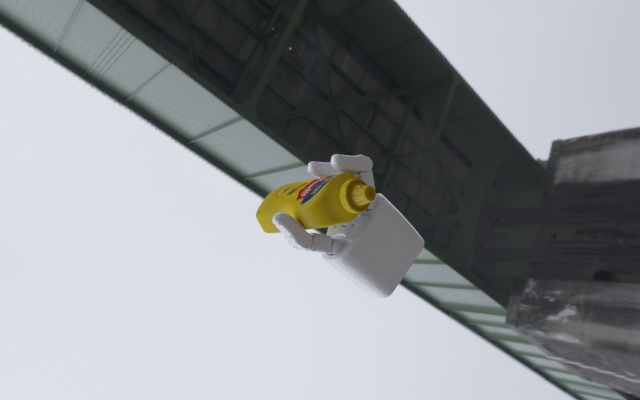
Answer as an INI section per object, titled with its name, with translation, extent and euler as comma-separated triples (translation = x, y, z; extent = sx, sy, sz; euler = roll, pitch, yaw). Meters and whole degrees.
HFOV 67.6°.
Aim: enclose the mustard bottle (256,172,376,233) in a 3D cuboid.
[mustard bottle]
translation = 0.000, 0.002, 0.623
extent = 0.096, 0.058, 0.191
euler = -36, 16, -35
